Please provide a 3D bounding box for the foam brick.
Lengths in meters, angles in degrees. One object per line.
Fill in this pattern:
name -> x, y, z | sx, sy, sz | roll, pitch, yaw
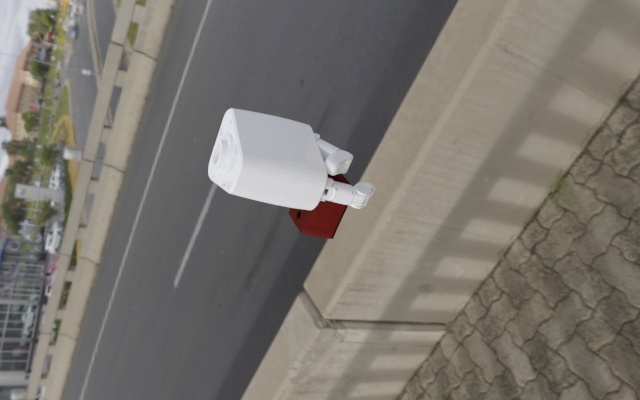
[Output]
foam brick -> 0.000, 0.002, 0.624 | 0.051, 0.078, 0.053 | 9, 26, -31
